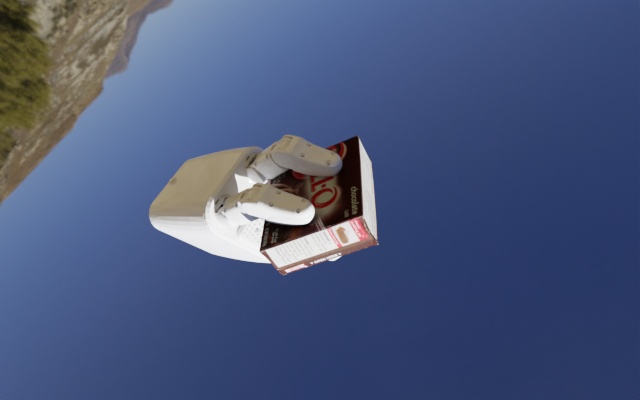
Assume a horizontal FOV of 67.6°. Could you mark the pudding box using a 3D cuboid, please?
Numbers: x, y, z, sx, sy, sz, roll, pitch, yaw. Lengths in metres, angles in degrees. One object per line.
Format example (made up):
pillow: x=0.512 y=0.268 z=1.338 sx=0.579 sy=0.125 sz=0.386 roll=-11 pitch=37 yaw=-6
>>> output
pudding box: x=0.000 y=0.001 z=0.410 sx=0.090 sy=0.113 sz=0.039 roll=-21 pitch=-52 yaw=18
